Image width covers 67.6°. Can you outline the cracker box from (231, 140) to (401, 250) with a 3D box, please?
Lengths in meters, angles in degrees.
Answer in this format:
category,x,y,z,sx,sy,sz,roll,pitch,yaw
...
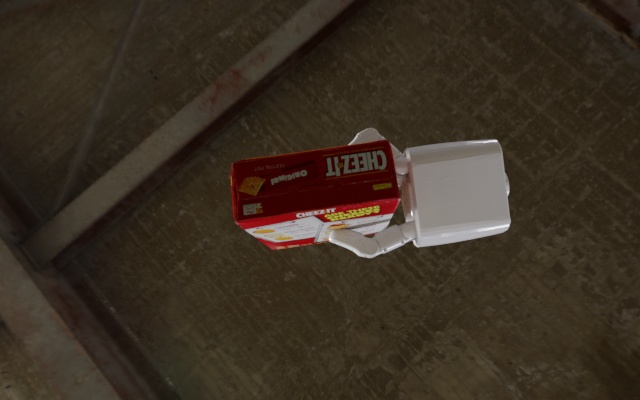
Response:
category,x,y,z,sx,sy,sz,roll,pitch,yaw
cracker box,0.000,0.002,0.567,0.164,0.072,0.214,-9,-13,2
